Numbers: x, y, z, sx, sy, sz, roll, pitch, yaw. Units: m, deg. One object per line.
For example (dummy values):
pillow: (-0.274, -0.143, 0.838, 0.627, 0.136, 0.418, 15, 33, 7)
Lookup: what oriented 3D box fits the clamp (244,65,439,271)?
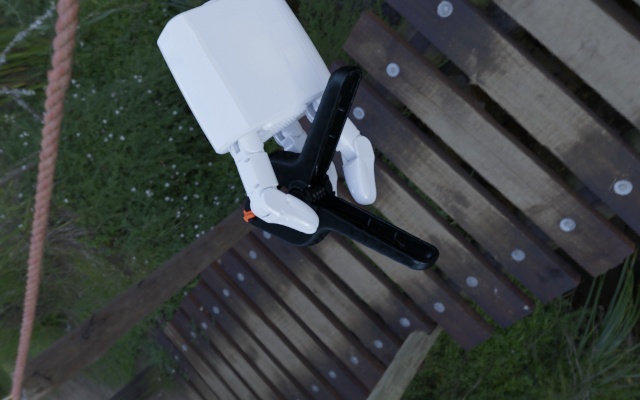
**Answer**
clamp: (-0.001, 0.002, 0.423, 0.036, 0.164, 0.210, -29, 2, -40)
